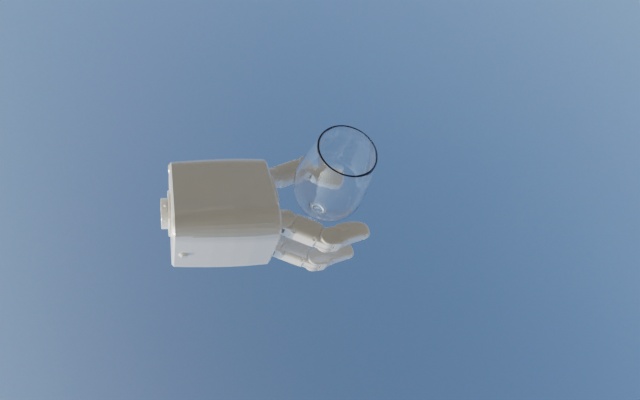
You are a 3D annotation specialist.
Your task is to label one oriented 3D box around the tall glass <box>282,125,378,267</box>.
[{"bbox_3d":[0.000,0.002,0.540,0.079,0.079,0.201,0,-30,-18],"label":"tall glass"}]
